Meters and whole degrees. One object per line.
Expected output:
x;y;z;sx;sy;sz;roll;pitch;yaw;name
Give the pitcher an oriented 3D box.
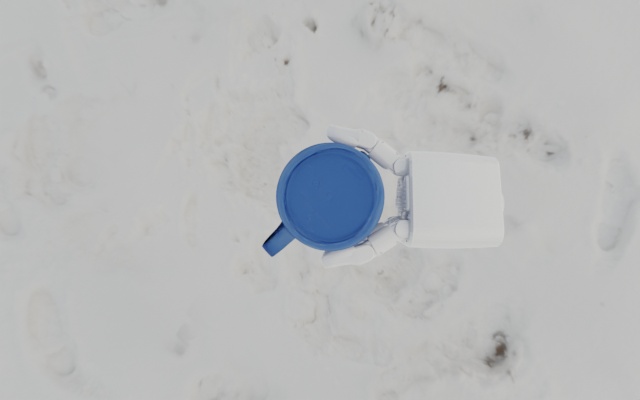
0.000;0.002;0.581;0.145;0.149;0.243;3;1;-1;pitcher
